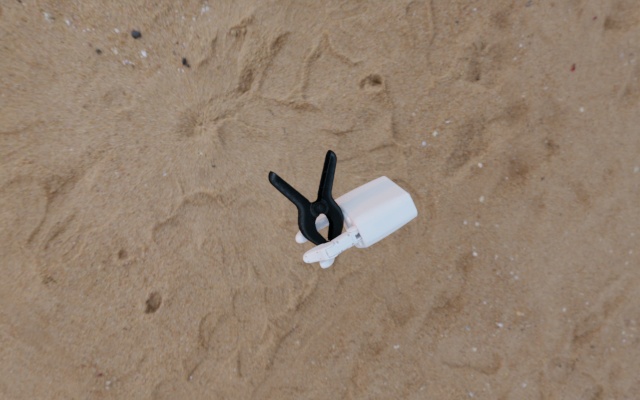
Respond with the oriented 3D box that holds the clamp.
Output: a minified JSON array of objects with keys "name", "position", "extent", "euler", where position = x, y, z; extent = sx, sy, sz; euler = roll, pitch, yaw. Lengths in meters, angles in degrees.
[{"name":"clamp","position":[0.000,0.003,0.797],"extent":[0.120,0.171,0.039],"euler":[-29,14,-9]}]
